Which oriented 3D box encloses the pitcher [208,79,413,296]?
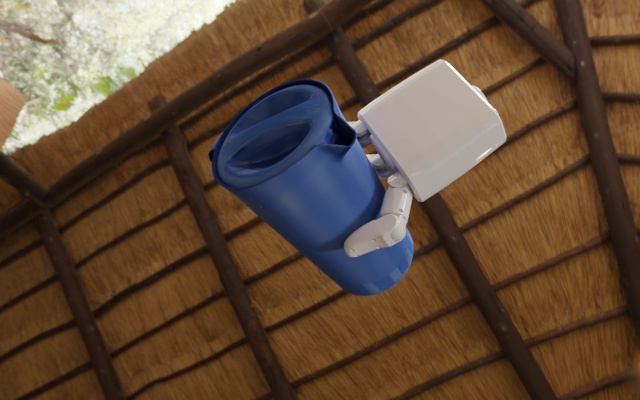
[{"bbox_3d":[0.000,0.002,0.517,0.145,0.243,0.149,-35,41,5],"label":"pitcher"}]
